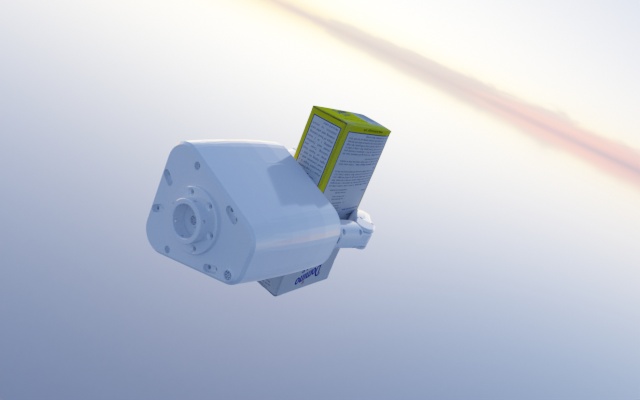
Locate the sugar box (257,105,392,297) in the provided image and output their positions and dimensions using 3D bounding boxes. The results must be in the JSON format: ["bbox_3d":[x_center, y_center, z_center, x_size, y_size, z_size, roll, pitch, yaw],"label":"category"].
[{"bbox_3d":[0.000,0.001,0.461,0.048,0.176,0.093,35,21,27],"label":"sugar box"}]
